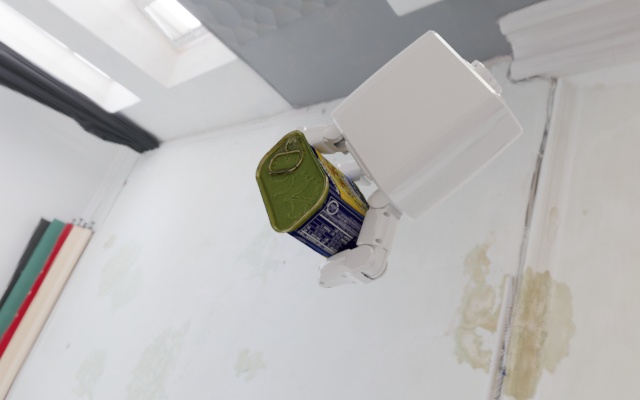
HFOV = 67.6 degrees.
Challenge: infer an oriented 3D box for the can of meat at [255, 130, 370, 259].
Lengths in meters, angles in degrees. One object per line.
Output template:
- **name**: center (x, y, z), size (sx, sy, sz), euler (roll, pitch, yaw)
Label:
- **can of meat**: center (0.000, 0.002, 0.402), size (0.084, 0.057, 0.102), euler (37, 17, -37)
